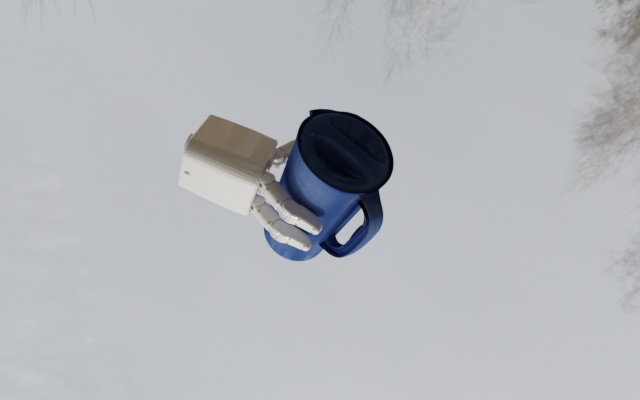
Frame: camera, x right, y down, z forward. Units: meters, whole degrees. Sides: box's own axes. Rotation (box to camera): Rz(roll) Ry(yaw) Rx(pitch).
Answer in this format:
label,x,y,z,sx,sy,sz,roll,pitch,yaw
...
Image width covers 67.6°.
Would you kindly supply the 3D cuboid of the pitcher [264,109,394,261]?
label,x,y,z,sx,sy,sz,roll,pitch,yaw
pitcher,0.000,0.002,0.692,0.145,0.149,0.243,24,-37,-6
